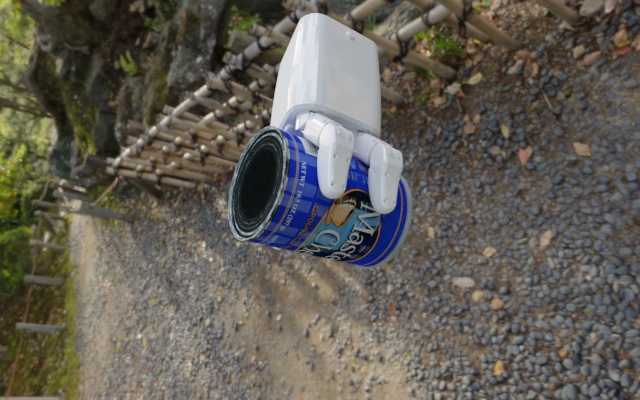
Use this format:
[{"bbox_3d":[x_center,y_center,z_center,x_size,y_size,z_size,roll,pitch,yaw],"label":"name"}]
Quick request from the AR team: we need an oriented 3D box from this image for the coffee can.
[{"bbox_3d":[0.000,0.002,0.445,0.140,0.103,0.103,16,-9,-32],"label":"coffee can"}]
